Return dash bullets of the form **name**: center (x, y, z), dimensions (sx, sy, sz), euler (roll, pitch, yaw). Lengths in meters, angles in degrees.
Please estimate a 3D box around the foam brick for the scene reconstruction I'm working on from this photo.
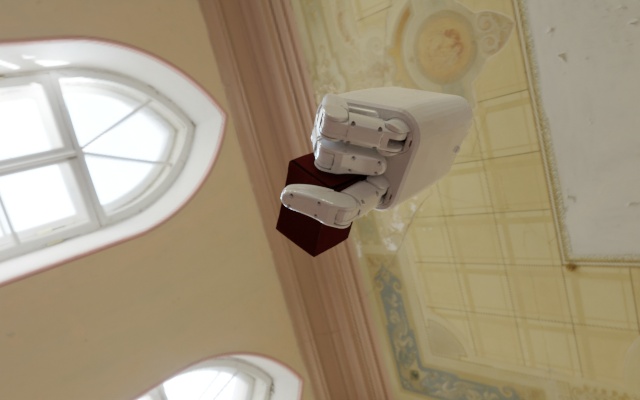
- **foam brick**: center (0.000, 0.002, 0.437), dimensions (0.053, 0.078, 0.051), euler (36, 39, 28)
